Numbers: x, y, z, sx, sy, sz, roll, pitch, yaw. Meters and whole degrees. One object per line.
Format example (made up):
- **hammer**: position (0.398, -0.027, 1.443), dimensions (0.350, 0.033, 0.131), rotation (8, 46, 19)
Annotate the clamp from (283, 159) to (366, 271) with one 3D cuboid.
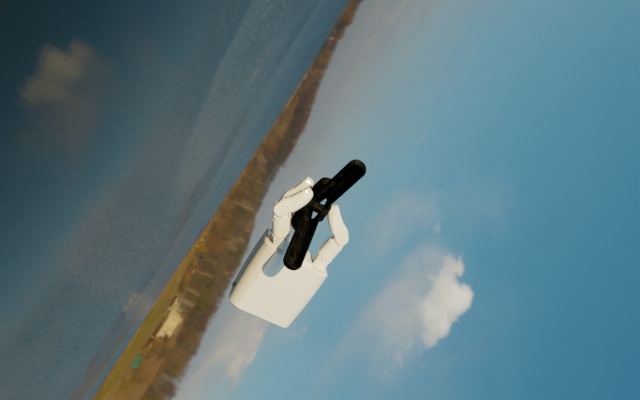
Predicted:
- **clamp**: position (0.001, 0.003, 0.689), dimensions (0.036, 0.164, 0.210), rotation (36, 7, -10)
